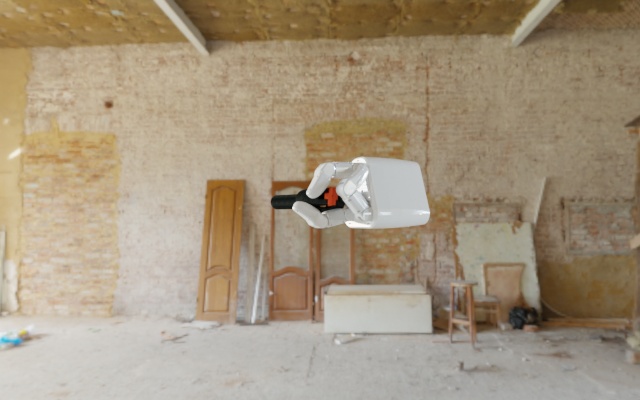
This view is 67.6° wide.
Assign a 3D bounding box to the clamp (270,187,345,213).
[{"bbox_3d":[0.000,0.002,0.795,0.120,0.039,0.171,0,-2,-27],"label":"clamp"}]
